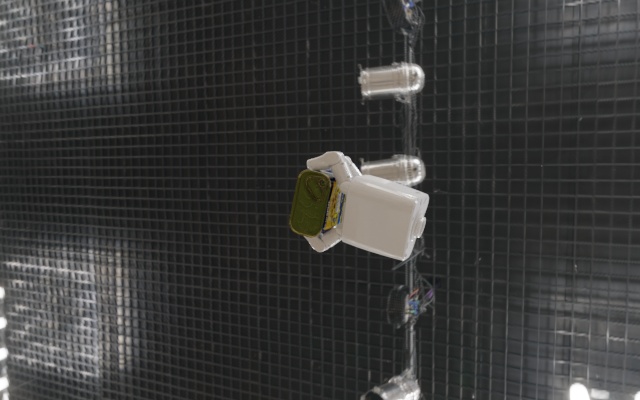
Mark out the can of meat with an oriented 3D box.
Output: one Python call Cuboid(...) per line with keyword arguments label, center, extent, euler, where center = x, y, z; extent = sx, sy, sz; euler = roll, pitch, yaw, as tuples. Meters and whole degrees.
Cuboid(label="can of meat", center=(0.000, 0.003, 0.766), extent=(0.057, 0.102, 0.084), euler=(16, 10, 23))
